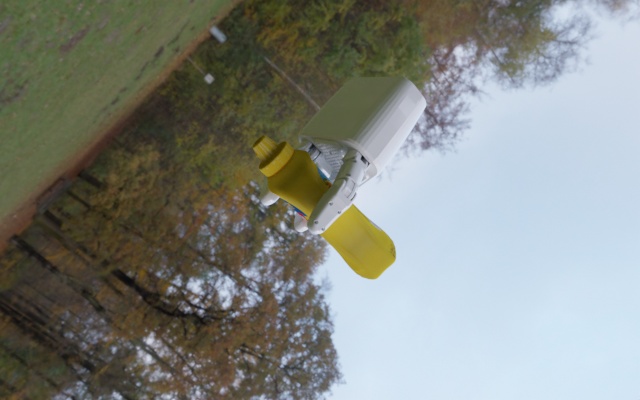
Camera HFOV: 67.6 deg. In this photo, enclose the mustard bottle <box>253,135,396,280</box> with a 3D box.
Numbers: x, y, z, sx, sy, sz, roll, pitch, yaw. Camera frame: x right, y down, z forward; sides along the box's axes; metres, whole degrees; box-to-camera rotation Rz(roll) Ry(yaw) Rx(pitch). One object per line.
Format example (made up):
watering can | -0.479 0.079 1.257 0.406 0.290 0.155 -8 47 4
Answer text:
mustard bottle | 0.000 0.002 0.523 0.192 0.058 0.096 45 4 -20
